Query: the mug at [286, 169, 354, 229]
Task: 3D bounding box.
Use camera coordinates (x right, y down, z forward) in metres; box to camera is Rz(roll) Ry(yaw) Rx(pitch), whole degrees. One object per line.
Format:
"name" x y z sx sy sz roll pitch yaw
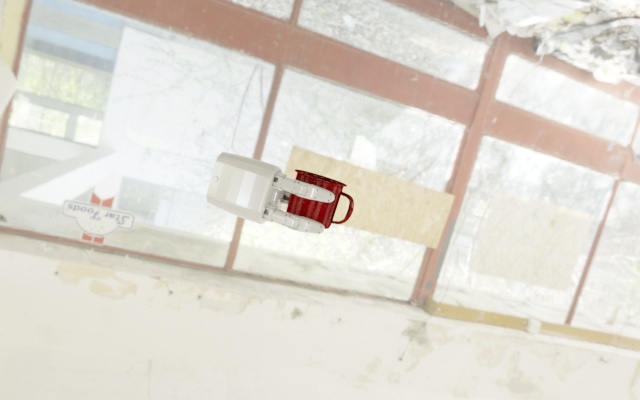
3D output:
"mug" 0.001 0.003 0.807 0.117 0.081 0.093 19 7 16
